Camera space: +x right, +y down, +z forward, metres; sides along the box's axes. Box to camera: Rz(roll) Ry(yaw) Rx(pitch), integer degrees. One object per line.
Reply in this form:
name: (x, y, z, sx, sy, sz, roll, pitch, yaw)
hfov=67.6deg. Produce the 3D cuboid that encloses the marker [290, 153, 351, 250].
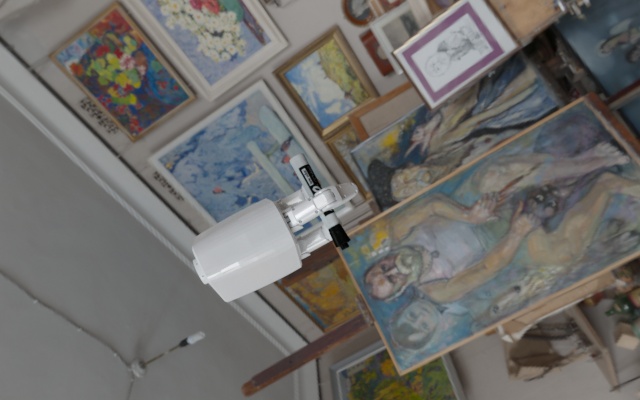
marker: (0.000, 0.002, 0.548, 0.020, 0.121, 0.020, -27, -9, -5)
